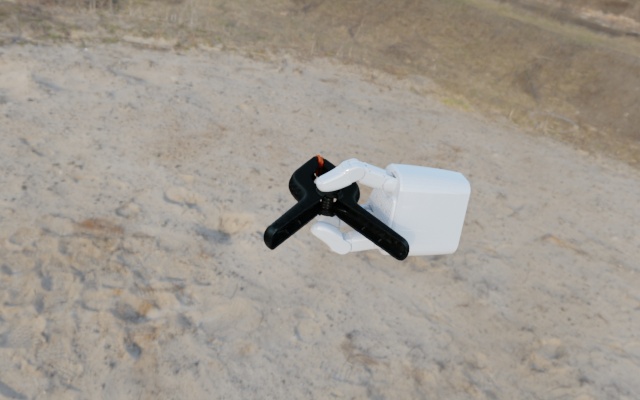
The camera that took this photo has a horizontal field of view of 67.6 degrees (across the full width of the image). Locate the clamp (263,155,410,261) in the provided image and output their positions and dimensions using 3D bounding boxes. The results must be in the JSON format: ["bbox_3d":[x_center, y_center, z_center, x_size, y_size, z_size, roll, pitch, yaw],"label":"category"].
[{"bbox_3d":[0.000,0.001,0.593,0.164,0.036,0.209,3,32,-18],"label":"clamp"}]
